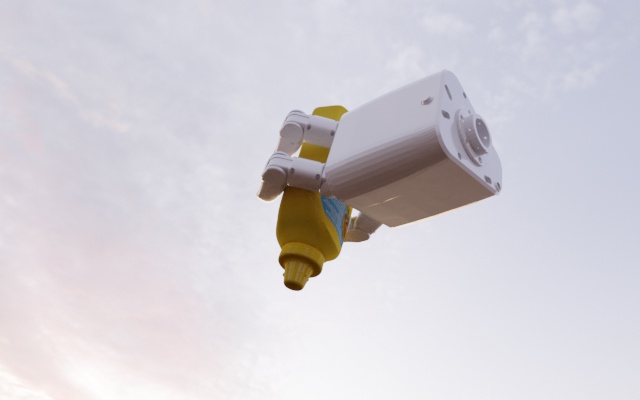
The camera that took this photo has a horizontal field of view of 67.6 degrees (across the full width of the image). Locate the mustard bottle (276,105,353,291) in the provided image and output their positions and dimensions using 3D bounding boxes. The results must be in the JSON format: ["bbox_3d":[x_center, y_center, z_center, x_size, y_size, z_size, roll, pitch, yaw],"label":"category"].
[{"bbox_3d":[0.000,0.001,0.469,0.058,0.191,0.096,0,-40,21],"label":"mustard bottle"}]
